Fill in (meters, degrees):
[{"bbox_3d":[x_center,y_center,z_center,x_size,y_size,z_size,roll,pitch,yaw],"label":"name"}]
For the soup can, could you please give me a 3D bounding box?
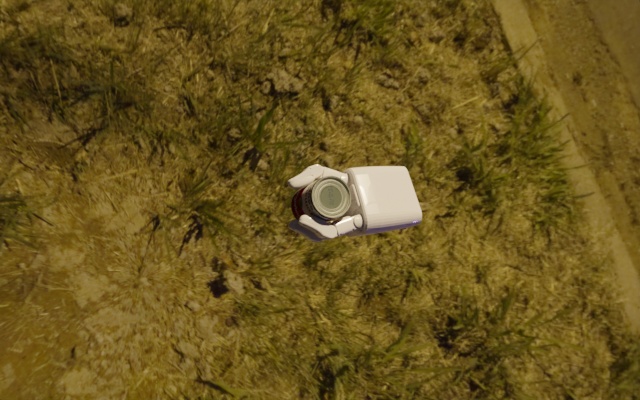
[{"bbox_3d":[0.000,0.002,0.759,0.068,0.068,0.102,0,-8,-20],"label":"soup can"}]
